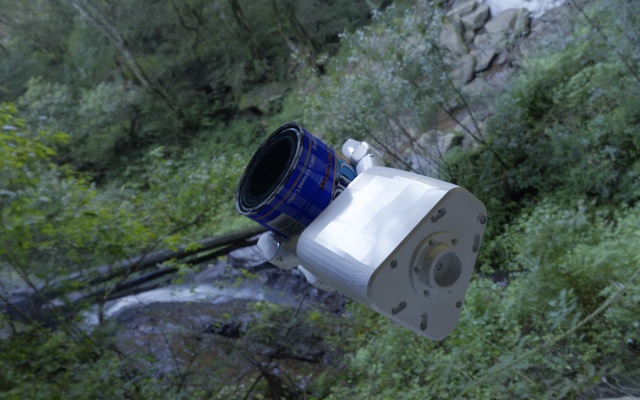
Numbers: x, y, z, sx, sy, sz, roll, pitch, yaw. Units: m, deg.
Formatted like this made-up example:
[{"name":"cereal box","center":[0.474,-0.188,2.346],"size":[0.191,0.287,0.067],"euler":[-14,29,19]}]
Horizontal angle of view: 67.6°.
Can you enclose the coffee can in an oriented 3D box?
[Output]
[{"name":"coffee can","center":[0.000,0.002,0.486],"size":[0.140,0.102,0.103],"euler":[33,-17,-29]}]
